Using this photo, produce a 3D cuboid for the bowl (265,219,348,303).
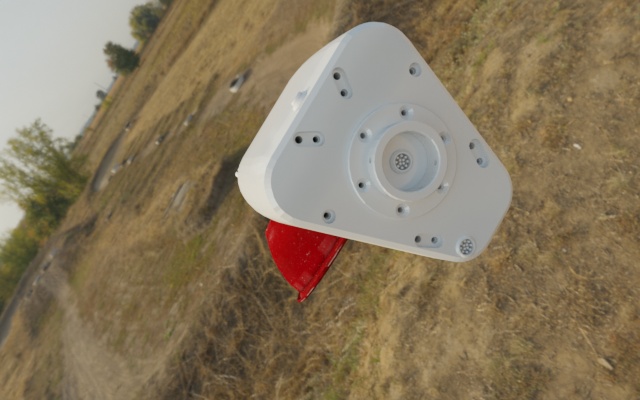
[{"bbox_3d":[-0.001,0.001,0.403,0.055,0.162,0.162,30,-1,-1],"label":"bowl"}]
